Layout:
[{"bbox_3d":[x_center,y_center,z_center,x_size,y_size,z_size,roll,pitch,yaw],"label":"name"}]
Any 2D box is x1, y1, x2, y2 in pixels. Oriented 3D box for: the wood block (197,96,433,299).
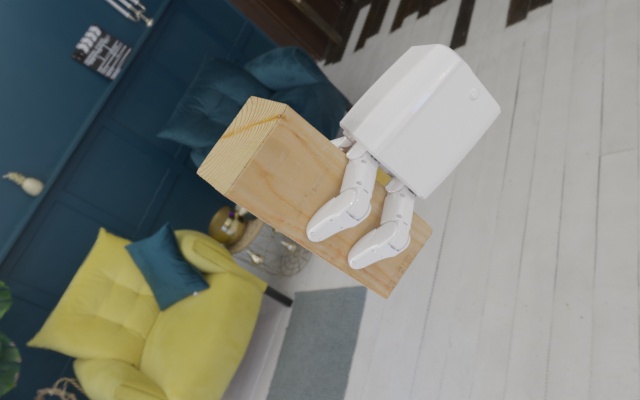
[{"bbox_3d":[0.000,0.001,0.461,0.206,0.090,0.090,37,-3,-32],"label":"wood block"}]
